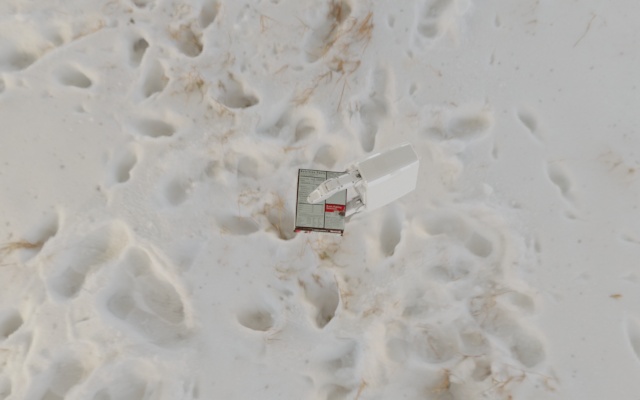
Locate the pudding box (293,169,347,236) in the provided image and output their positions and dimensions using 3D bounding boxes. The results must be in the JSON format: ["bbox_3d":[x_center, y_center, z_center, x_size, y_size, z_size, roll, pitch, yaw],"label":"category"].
[{"bbox_3d":[0.000,0.003,0.844,0.090,0.113,0.039,4,-19,-3],"label":"pudding box"}]
